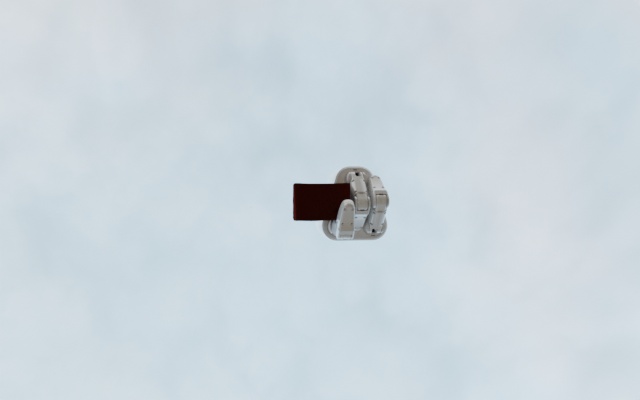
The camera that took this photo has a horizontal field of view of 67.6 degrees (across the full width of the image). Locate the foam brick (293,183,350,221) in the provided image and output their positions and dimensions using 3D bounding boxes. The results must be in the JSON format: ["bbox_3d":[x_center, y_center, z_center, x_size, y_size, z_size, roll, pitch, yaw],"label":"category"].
[{"bbox_3d":[0.000,0.002,0.669,0.078,0.053,0.051,0,0,-8],"label":"foam brick"}]
